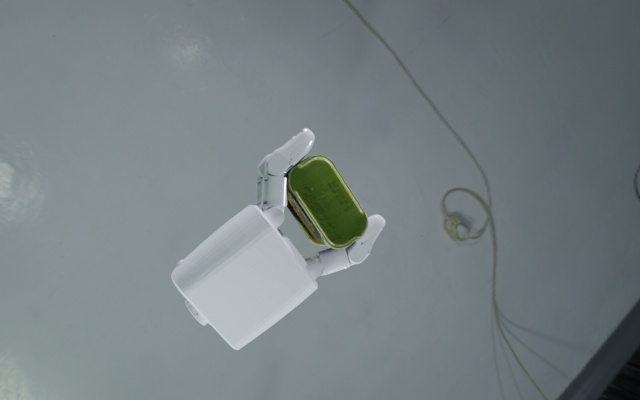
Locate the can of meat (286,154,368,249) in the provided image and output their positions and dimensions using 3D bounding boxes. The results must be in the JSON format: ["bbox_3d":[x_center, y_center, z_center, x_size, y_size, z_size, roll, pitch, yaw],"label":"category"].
[{"bbox_3d":[0.000,0.002,0.510,0.057,0.102,0.084,-35,7,-10],"label":"can of meat"}]
